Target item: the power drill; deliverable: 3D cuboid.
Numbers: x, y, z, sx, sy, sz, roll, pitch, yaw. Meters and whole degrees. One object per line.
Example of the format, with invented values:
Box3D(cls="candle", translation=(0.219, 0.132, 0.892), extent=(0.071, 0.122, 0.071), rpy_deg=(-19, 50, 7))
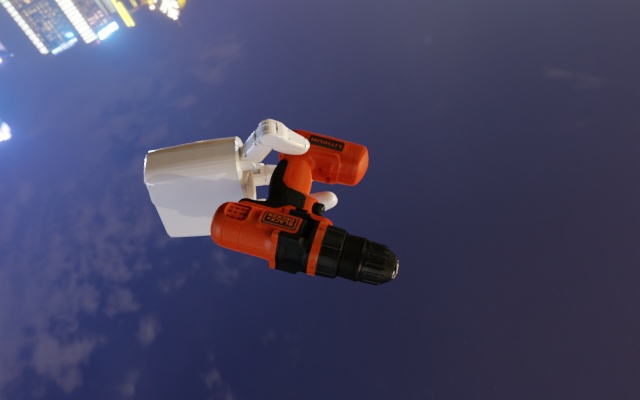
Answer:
Box3D(cls="power drill", translation=(0.000, 0.001, 0.511), extent=(0.184, 0.057, 0.187), rpy_deg=(16, 38, 5))
